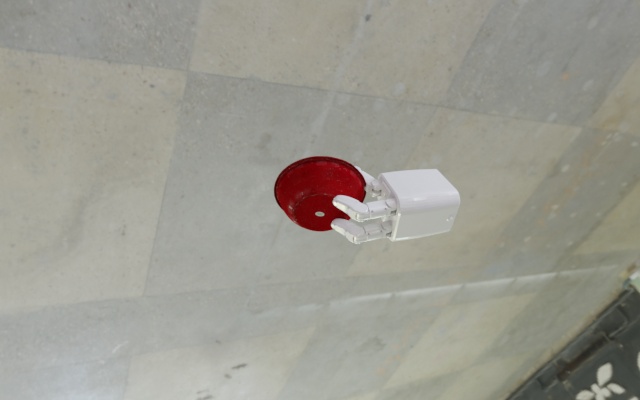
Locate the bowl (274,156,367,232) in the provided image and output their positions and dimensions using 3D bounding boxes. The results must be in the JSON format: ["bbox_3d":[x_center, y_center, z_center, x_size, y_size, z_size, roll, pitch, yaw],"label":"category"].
[{"bbox_3d":[-0.001,0.003,0.810,0.162,0.055,0.162,-1,-45,-1],"label":"bowl"}]
